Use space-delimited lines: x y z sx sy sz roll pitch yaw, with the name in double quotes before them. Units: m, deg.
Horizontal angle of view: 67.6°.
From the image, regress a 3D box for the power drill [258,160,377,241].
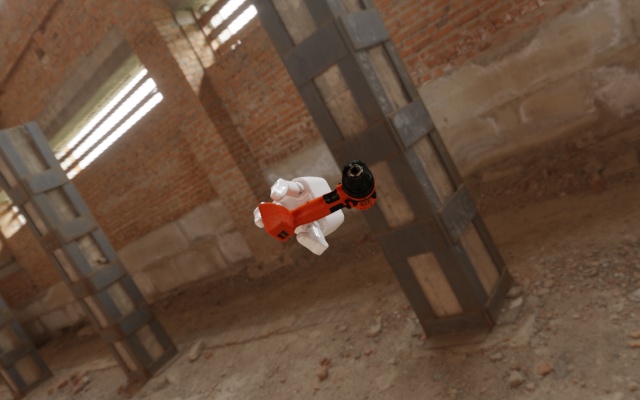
"power drill" 0.000 0.003 0.768 0.187 0.057 0.184 -20 -17 4
